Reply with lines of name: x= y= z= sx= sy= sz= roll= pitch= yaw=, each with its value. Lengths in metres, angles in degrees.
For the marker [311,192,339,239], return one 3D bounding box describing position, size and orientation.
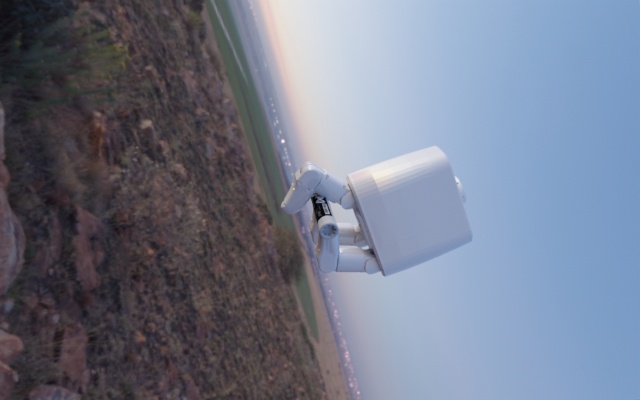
marker: x=0.000 y=0.002 z=0.508 sx=0.020 sy=0.020 sz=0.121 roll=0 pitch=27 yaw=-9
